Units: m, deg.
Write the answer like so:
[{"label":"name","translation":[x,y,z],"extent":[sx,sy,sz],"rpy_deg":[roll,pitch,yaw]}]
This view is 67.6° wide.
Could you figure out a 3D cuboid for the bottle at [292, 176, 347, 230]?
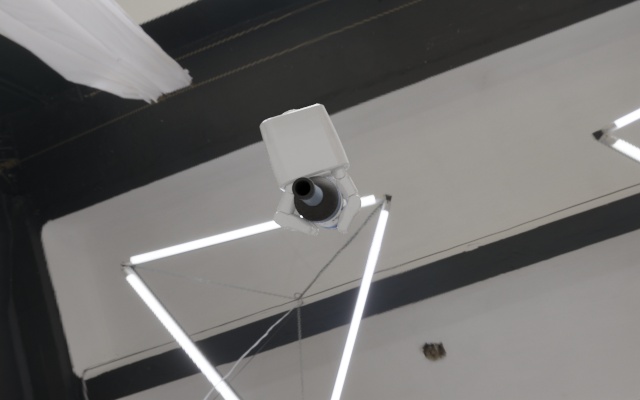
[{"label":"bottle","translation":[0.000,0.002,0.719],"extent":[0.069,0.069,0.296],"rpy_deg":[0,-7,8]}]
